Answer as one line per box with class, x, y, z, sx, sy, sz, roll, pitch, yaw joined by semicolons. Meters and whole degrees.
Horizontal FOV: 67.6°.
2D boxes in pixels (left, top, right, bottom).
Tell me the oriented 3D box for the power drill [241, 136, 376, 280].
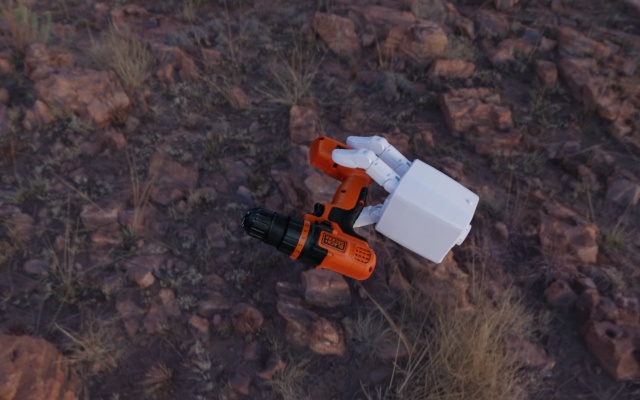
power drill;0.000;0.002;0.663;0.184;0.187;0.057;23;-33;-11
